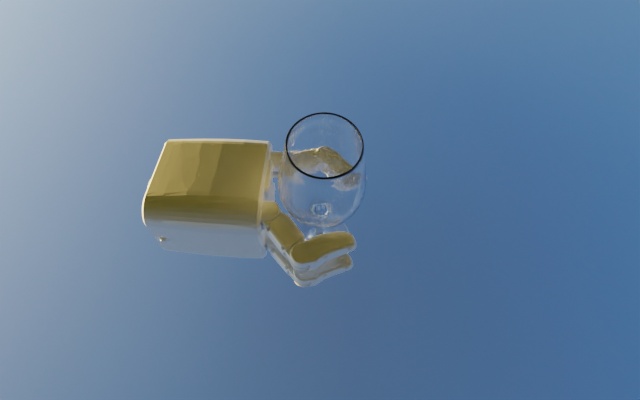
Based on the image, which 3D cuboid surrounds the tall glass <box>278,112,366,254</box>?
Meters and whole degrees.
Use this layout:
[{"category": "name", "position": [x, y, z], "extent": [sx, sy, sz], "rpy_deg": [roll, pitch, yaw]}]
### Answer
[{"category": "tall glass", "position": [0.000, 0.002, 0.456], "extent": [0.079, 0.079, 0.201], "rpy_deg": [0, -27, -2]}]
